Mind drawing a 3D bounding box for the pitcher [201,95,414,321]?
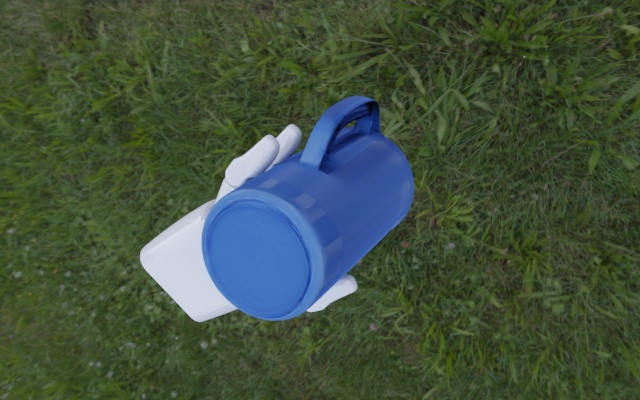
[{"bbox_3d":[0.000,0.002,0.456,0.145,0.149,0.242,-29,3,28],"label":"pitcher"}]
